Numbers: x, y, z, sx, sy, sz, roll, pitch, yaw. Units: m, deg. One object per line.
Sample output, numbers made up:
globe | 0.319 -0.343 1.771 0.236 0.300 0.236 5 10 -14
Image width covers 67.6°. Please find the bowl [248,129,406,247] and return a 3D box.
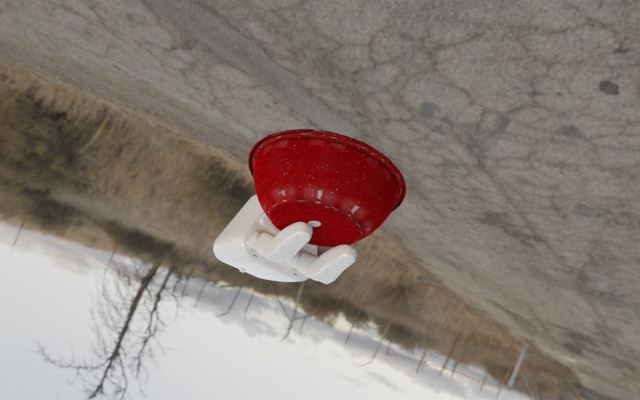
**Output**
bowl | 0.000 0.001 0.468 0.162 0.055 0.162 11 -30 6
